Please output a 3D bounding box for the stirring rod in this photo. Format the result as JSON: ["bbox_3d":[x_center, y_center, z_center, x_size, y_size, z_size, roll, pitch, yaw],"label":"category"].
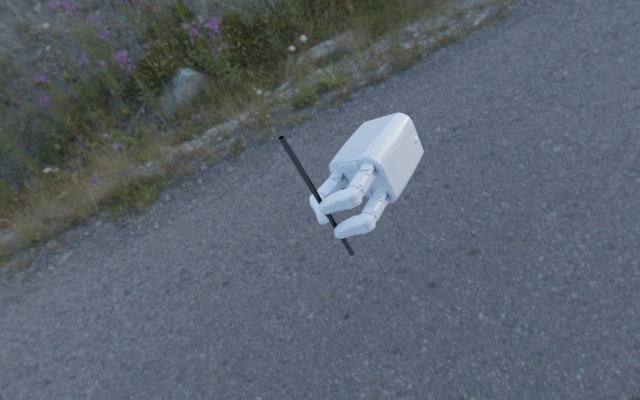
[{"bbox_3d":[0.000,0.002,0.672,0.011,0.011,0.240,0,-42,34],"label":"stirring rod"}]
